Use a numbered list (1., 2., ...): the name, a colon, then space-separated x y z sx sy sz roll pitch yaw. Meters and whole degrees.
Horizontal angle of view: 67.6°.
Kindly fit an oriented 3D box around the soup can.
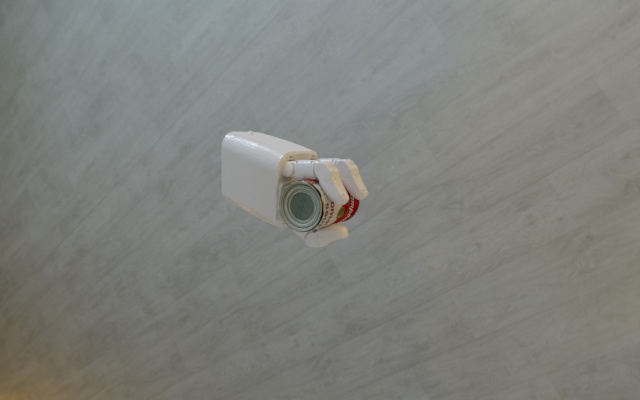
1. soup can: 0.000 0.002 0.639 0.068 0.068 0.102 0 6 31
